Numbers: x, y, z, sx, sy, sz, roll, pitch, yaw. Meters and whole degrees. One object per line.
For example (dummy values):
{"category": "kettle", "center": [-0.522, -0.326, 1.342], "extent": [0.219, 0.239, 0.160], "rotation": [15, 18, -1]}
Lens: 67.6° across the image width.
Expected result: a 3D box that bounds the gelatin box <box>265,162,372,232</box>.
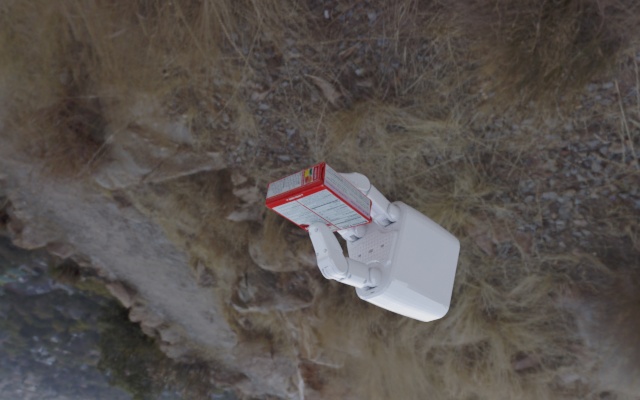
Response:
{"category": "gelatin box", "center": [0.000, 0.002, 0.491], "extent": [0.073, 0.030, 0.089], "rotation": [-18, -36, 33]}
